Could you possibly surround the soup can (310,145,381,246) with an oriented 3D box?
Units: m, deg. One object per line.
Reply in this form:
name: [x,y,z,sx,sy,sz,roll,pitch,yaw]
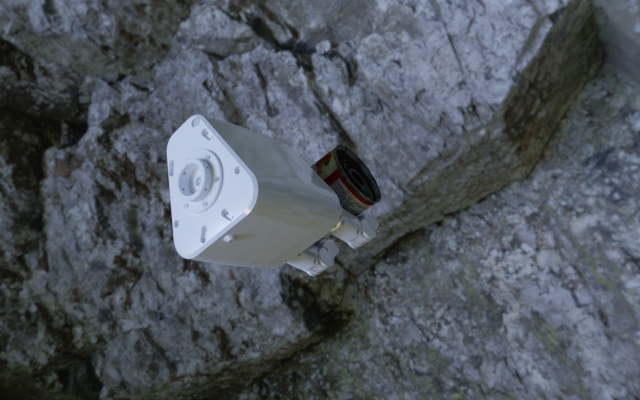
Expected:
soup can: [0.000,0.002,0.480,0.102,0.068,0.068,-37,-17,24]
